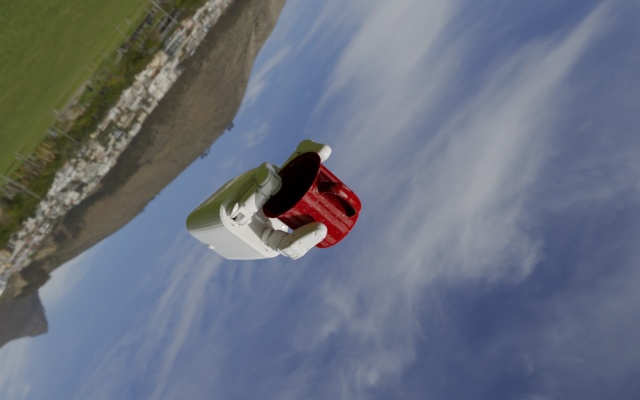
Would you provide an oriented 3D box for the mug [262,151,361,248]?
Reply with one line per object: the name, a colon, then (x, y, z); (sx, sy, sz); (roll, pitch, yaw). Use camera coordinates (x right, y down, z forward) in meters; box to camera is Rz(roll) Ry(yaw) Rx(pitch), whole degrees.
mug: (0.001, 0.002, 0.554); (0.081, 0.093, 0.117); (40, -30, -29)
